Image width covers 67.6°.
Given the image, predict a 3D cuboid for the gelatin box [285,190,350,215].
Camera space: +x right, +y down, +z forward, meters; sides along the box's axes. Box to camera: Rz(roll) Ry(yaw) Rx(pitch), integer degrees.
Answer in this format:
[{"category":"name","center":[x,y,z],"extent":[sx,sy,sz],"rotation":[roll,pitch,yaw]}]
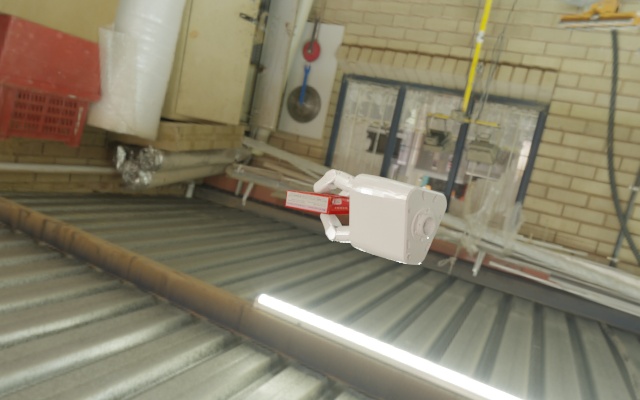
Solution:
[{"category":"gelatin box","center":[0.000,0.003,0.767],"extent":[0.089,0.030,0.073],"rotation":[9,4,36]}]
